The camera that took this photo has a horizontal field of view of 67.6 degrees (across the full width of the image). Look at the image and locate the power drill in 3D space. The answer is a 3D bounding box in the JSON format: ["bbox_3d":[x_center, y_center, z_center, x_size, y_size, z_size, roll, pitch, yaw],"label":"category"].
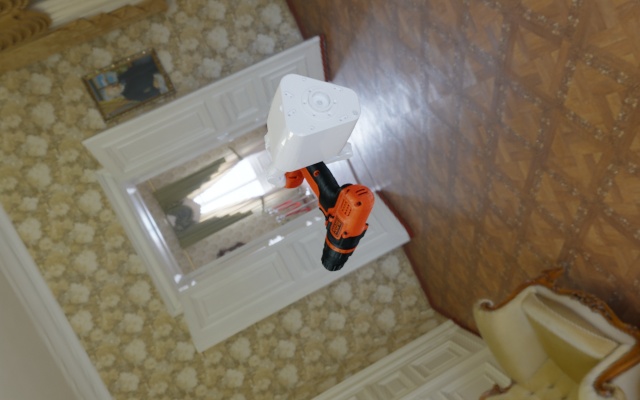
[{"bbox_3d":[0.000,0.002,0.761,0.057,0.187,0.185,-21,-33,-34],"label":"power drill"}]
